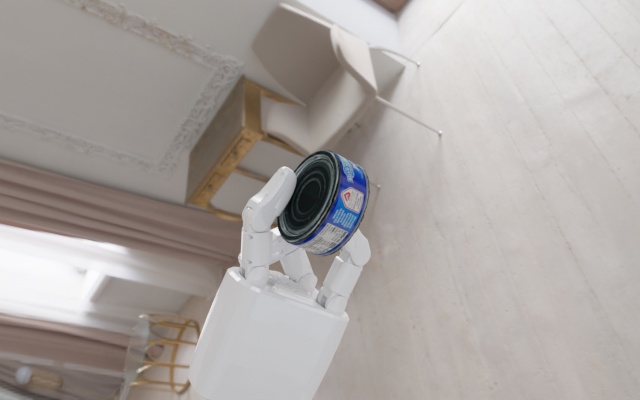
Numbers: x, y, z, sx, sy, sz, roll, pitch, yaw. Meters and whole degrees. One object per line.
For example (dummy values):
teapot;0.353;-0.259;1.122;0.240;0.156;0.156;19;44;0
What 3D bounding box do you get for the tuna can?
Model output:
tuna can;0.000;0.001;0.402;0.034;0.086;0.086;26;-14;-31
